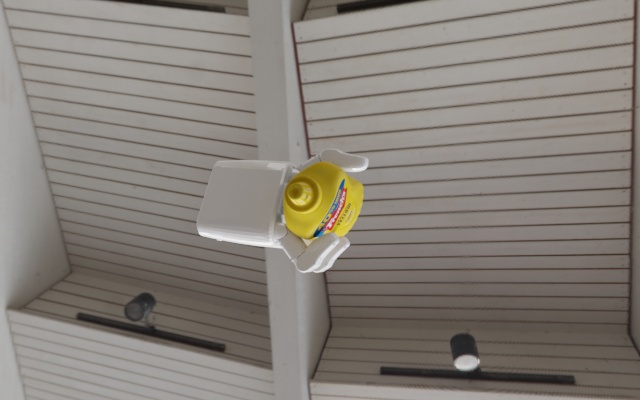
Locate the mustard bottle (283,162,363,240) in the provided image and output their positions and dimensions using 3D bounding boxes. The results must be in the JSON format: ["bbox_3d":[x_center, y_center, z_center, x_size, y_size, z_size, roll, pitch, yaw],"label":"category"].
[{"bbox_3d":[0.000,0.002,0.587,0.058,0.096,0.191,30,2,18],"label":"mustard bottle"}]
